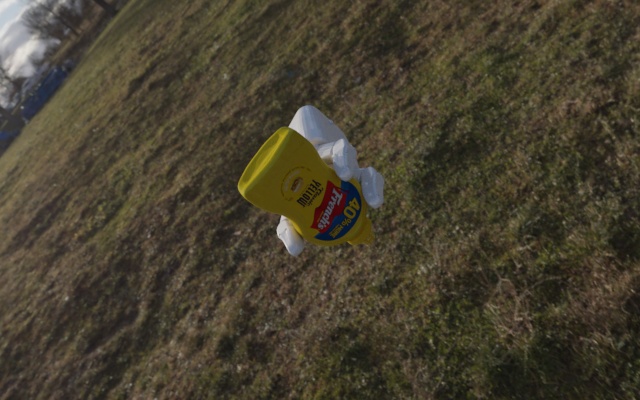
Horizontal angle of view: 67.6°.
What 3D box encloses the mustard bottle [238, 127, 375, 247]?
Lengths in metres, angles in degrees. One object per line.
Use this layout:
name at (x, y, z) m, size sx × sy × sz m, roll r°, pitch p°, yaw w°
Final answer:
mustard bottle at (0.000, 0.002, 0.585) m, size 0.192 × 0.096 × 0.058 m, roll 37°, pitch -1°, yaw -31°
